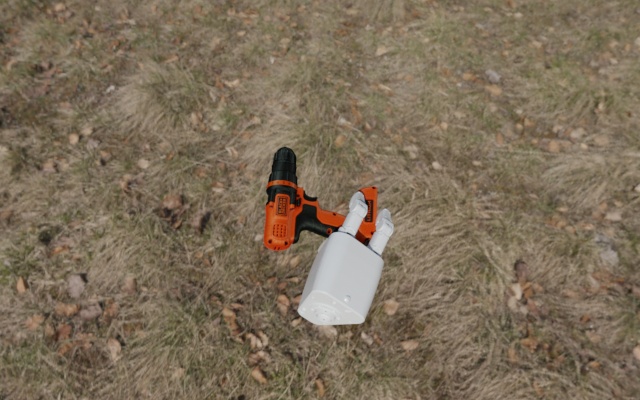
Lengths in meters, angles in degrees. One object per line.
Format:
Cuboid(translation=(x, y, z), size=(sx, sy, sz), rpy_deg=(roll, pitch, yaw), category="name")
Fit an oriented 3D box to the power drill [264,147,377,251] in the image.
Cuboid(translation=(0.001, 0.003, 0.811), size=(0.187, 0.184, 0.057), rpy_deg=(7, -22, -8), category="power drill")
